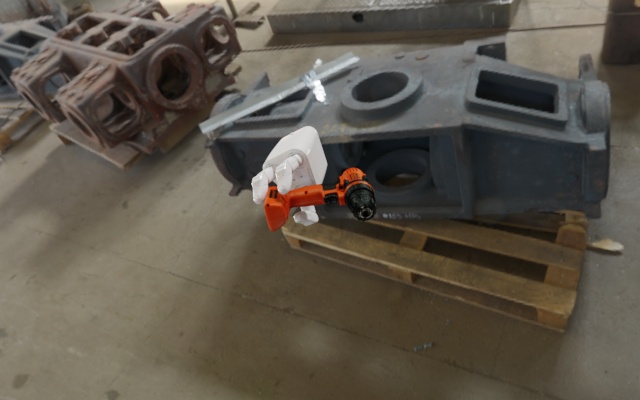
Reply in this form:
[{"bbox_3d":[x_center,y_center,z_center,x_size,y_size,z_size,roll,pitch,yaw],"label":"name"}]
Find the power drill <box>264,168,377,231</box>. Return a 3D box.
[{"bbox_3d":[0.000,0.003,0.829,0.187,0.057,0.184,-10,19,1],"label":"power drill"}]
